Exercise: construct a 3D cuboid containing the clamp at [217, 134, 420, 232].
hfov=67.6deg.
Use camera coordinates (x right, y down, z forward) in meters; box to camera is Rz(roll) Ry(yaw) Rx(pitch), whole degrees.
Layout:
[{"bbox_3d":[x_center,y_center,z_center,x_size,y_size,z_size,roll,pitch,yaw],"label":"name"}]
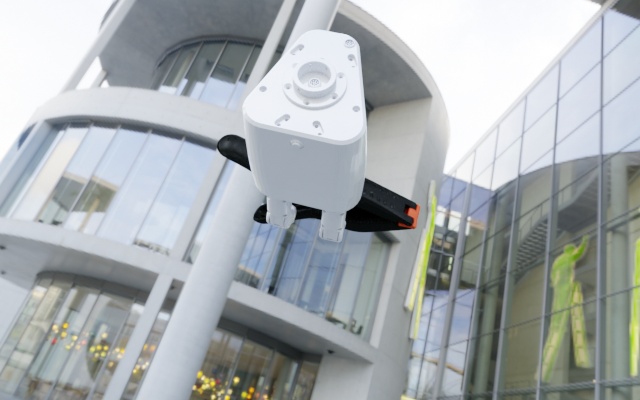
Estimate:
[{"bbox_3d":[0.001,0.001,0.524,0.210,0.036,0.165,14,-26,7],"label":"clamp"}]
